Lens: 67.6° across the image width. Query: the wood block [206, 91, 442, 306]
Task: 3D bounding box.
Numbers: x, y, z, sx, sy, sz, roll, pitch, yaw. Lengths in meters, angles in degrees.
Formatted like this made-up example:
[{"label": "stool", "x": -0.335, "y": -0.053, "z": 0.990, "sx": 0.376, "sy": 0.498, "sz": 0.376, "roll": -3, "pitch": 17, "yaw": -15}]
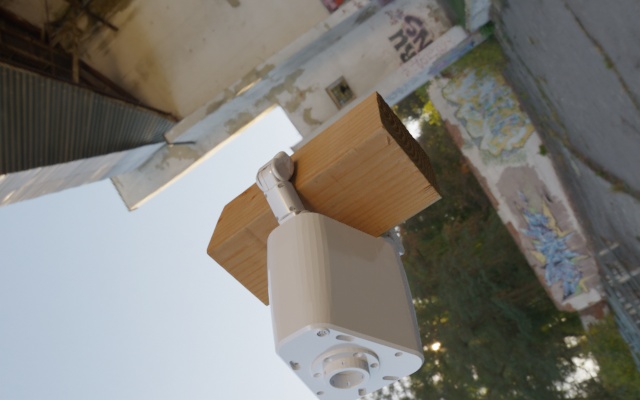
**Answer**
[{"label": "wood block", "x": 0.000, "y": 0.002, "z": 0.464, "sx": 0.206, "sy": 0.091, "sz": 0.090, "roll": -34, "pitch": 23, "yaw": 21}]
